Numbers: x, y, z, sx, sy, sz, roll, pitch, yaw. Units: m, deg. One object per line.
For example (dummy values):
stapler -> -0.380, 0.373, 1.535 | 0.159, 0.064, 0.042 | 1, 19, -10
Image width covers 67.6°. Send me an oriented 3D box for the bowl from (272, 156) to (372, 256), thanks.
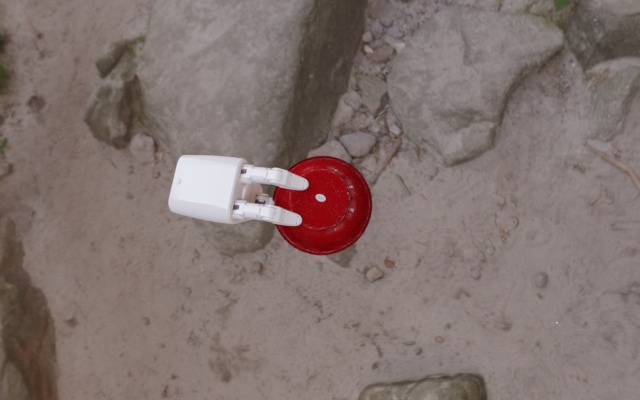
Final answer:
bowl -> 0.001, 0.002, 0.736 | 0.162, 0.162, 0.055 | 0, -10, 4
